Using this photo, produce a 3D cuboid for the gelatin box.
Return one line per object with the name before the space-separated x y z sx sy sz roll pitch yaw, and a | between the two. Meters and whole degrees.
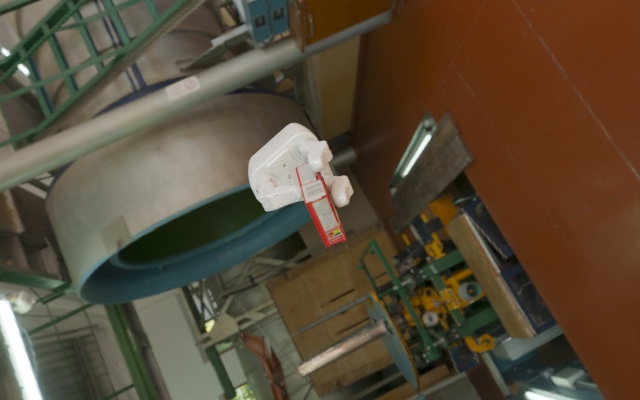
gelatin box | 0.000 0.002 0.590 0.030 0.073 0.089 -22 34 2
